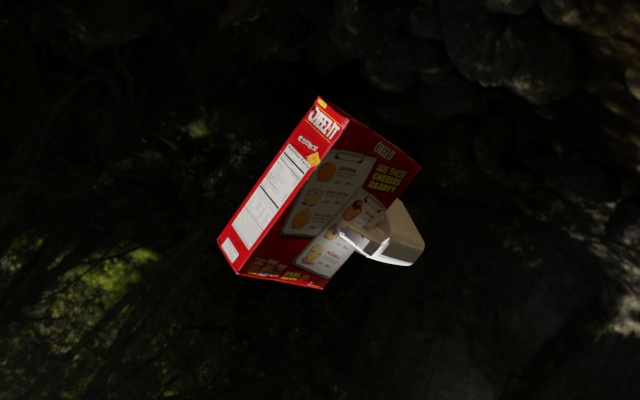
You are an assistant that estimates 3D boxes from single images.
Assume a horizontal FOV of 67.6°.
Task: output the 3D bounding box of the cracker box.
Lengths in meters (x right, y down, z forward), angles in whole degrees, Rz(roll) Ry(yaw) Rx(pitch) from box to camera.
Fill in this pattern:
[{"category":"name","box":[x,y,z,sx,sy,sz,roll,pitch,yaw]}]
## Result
[{"category":"cracker box","box":[0.000,0.002,0.586,0.164,0.214,0.072,22,19,-49]}]
